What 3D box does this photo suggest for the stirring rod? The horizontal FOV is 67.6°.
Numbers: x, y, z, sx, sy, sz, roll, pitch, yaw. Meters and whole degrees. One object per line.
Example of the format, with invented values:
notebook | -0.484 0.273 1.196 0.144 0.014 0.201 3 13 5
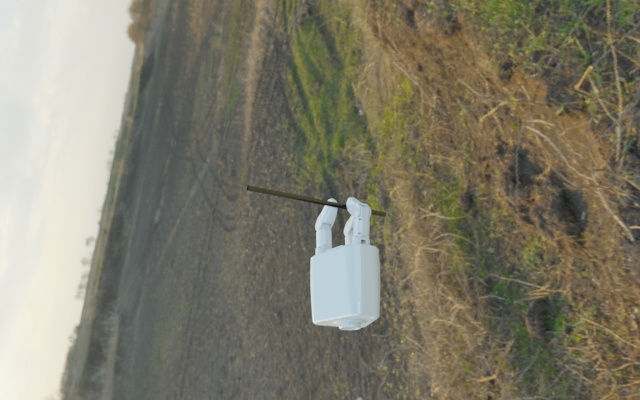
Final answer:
stirring rod | 0.000 0.003 0.757 0.239 0.011 0.011 11 -5 -23
